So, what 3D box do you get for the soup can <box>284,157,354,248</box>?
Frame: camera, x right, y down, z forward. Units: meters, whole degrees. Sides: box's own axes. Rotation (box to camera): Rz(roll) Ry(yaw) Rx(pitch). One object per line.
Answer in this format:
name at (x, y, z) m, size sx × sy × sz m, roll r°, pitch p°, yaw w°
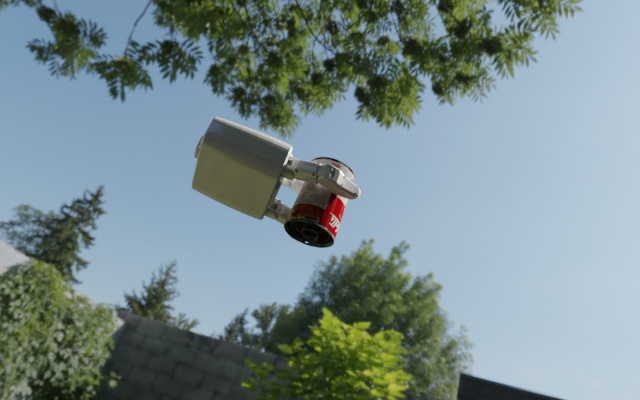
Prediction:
soup can at (0.001, 0.002, 0.631) m, size 0.068 × 0.102 × 0.068 m, roll 15°, pitch -29°, yaw 9°
